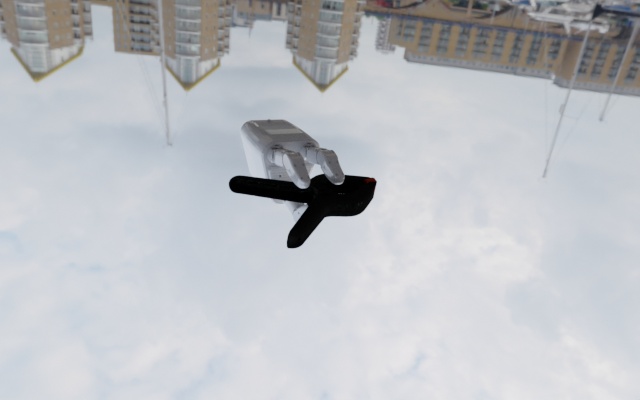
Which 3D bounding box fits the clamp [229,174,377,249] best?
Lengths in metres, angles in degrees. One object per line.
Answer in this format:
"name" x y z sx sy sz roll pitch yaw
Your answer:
"clamp" 0.000 0.003 0.652 0.210 0.036 0.164 -7 34 -29
